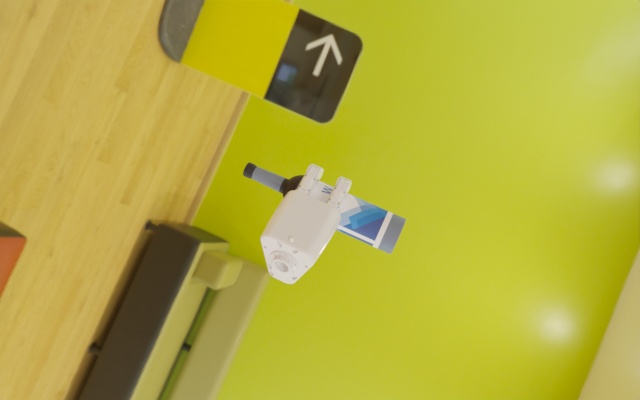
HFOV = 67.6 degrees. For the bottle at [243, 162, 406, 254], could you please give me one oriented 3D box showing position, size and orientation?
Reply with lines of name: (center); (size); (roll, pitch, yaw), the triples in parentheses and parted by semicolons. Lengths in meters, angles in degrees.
bottle: (0.000, 0.003, 0.837); (0.295, 0.069, 0.069); (24, 3, 8)
